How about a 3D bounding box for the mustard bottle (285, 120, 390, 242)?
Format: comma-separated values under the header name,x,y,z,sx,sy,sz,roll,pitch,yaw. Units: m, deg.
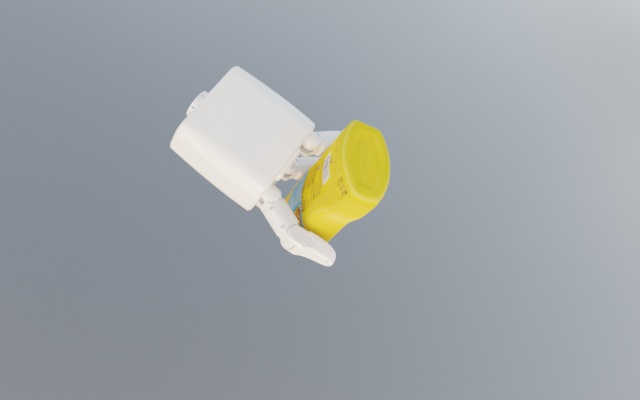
name,x,y,z,sx,sy,sz,roll,pitch,yaw
mustard bottle,0.000,0.002,0.528,0.058,0.096,0.192,18,-35,-22
